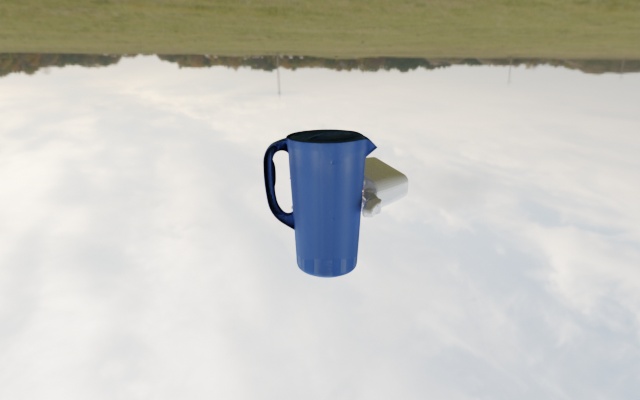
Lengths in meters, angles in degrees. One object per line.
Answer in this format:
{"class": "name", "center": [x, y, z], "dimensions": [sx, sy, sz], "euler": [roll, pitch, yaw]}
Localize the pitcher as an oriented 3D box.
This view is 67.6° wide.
{"class": "pitcher", "center": [0.000, 0.003, 0.814], "dimensions": [0.149, 0.243, 0.145], "euler": [15, 23, 39]}
